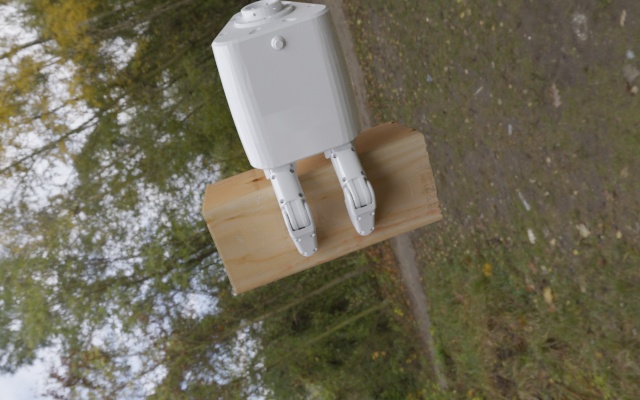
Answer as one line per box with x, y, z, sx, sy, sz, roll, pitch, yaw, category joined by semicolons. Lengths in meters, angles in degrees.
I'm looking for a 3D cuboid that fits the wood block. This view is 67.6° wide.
0.000;0.001;0.471;0.206;0.090;0.090;-19;19;-4;wood block
